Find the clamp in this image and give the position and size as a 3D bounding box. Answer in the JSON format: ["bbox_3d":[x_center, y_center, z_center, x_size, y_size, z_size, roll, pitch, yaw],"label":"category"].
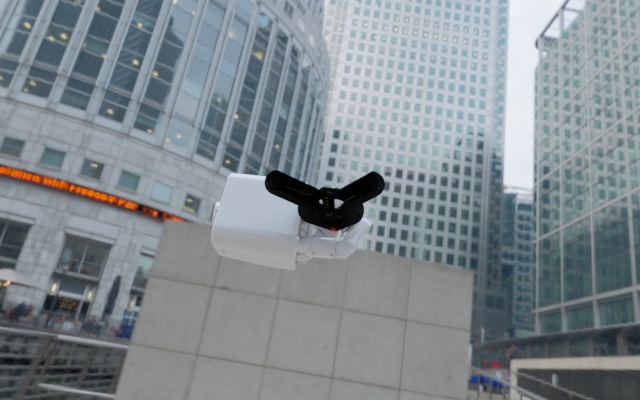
[{"bbox_3d":[0.000,0.001,0.544,0.120,0.039,0.171,9,-20,0],"label":"clamp"}]
